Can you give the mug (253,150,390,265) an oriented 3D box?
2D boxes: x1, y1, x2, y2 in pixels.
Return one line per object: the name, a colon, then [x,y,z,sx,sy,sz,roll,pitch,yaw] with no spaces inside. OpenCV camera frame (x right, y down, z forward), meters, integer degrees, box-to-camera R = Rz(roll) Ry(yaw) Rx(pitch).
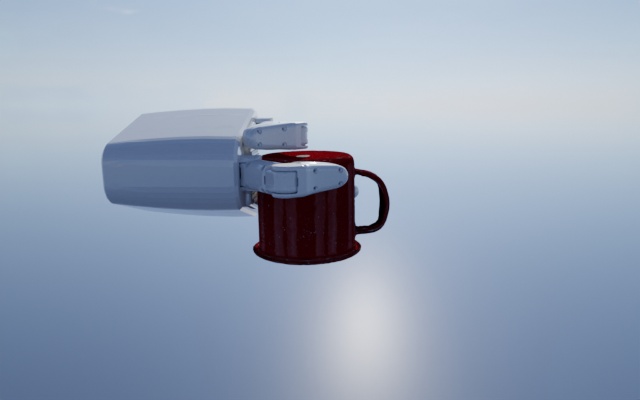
mug: [0.002,0.001,0.403,0.117,0.081,0.093,0,11,1]
